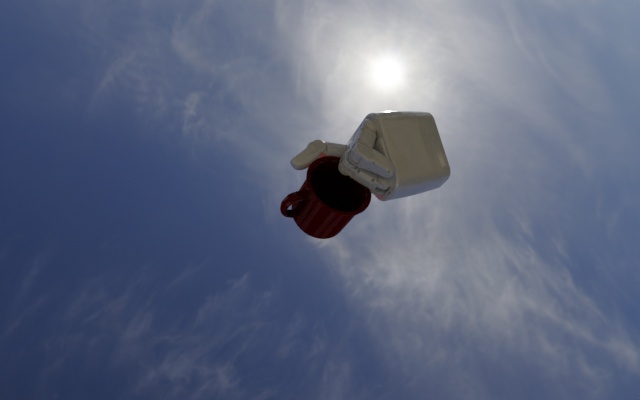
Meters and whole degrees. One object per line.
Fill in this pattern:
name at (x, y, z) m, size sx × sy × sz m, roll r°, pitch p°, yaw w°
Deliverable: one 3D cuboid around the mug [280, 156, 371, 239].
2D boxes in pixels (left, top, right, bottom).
mug at (-0.001, 0.003, 0.646) m, size 0.117 × 0.093 × 0.081 m, roll -11°, pitch -26°, yaw -32°
